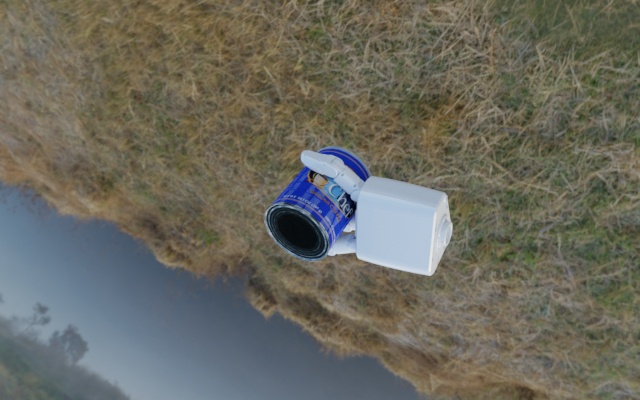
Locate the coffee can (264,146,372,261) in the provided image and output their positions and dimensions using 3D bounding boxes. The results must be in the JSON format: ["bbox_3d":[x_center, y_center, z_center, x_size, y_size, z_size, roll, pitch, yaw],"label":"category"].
[{"bbox_3d":[0.000,0.002,0.684,0.103,0.103,0.140,0,37,37],"label":"coffee can"}]
